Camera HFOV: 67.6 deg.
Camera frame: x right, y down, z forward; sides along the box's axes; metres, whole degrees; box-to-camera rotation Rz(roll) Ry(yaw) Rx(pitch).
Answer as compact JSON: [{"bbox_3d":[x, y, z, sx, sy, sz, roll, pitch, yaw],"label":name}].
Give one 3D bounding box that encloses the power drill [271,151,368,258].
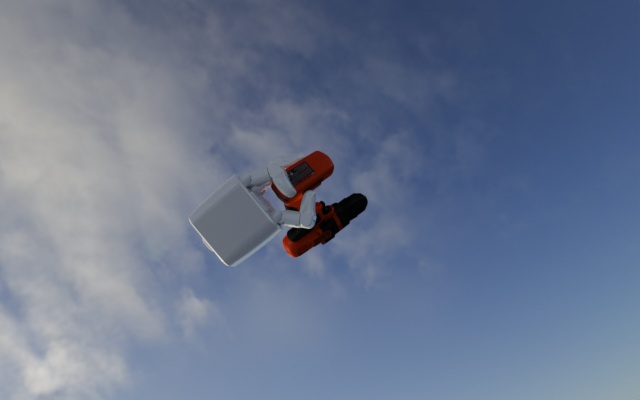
[{"bbox_3d":[0.000,0.003,0.845,0.184,0.188,0.057,-35,51,-14],"label":"power drill"}]
